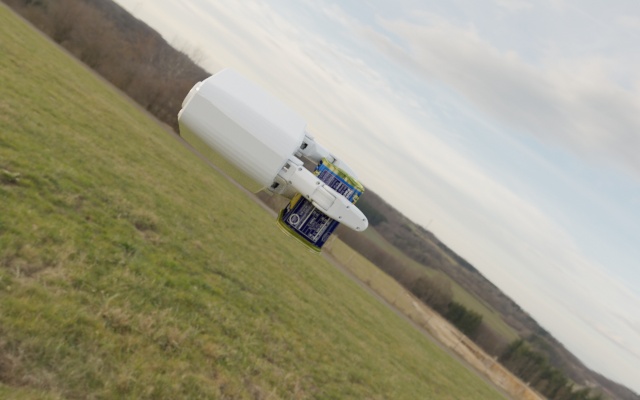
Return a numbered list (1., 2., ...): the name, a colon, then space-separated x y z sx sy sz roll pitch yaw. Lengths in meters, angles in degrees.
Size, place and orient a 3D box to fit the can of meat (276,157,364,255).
1. can of meat: 0.000 0.001 0.521 0.057 0.084 0.102 36 6 -6
